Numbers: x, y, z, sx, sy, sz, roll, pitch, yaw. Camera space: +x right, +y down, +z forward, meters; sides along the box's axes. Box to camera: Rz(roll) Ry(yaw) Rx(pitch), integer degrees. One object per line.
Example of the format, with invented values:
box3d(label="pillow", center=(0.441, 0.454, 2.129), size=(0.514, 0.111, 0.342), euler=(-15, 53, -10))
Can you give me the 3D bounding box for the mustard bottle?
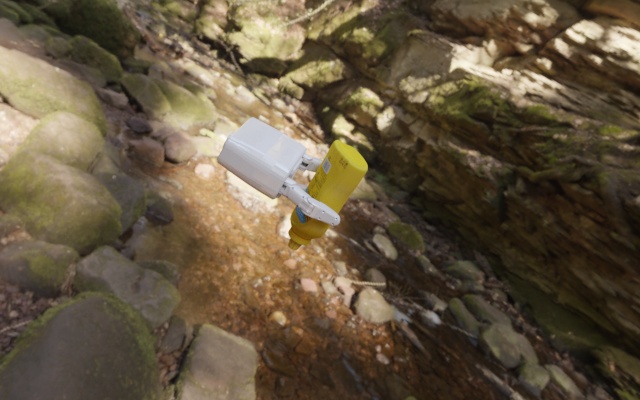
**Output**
box3d(label="mustard bottle", center=(0.001, 0.002, 0.770), size=(0.058, 0.192, 0.096), euler=(23, 22, -25))
